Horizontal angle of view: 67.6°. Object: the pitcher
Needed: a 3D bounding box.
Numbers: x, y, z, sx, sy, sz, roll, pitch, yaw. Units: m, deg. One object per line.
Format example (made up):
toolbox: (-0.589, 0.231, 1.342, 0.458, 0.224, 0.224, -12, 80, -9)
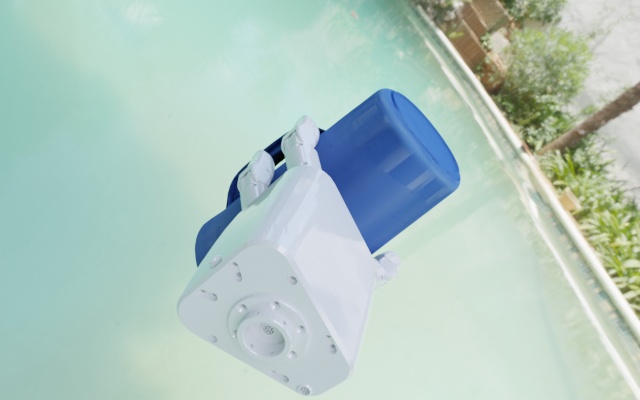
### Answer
pitcher: (0.000, 0.002, 0.458, 0.243, 0.149, 0.145, -38, 10, 25)
